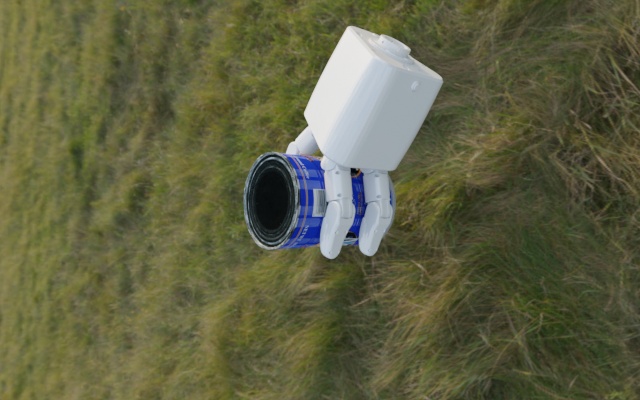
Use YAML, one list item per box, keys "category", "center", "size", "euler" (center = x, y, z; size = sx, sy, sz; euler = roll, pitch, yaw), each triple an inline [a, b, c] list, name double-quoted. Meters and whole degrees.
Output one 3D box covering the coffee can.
- category: "coffee can"
  center: [0.000, 0.002, 0.537]
  size: [0.140, 0.103, 0.103]
  euler: [1, -1, -40]
